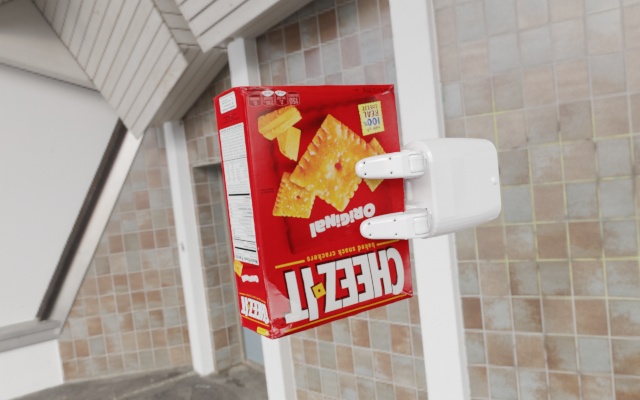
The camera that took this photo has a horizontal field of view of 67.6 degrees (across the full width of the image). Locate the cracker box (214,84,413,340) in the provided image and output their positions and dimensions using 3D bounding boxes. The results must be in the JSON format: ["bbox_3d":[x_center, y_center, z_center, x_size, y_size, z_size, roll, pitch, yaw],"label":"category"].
[{"bbox_3d":[0.000,0.001,0.450,0.164,0.214,0.072,-8,4,-32],"label":"cracker box"}]
